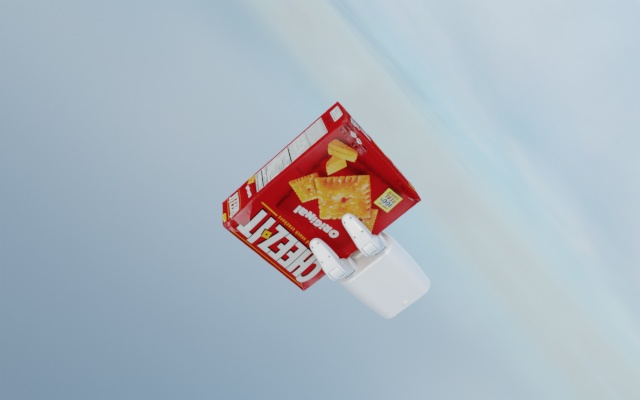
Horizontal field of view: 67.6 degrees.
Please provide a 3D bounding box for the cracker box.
[{"bbox_3d":[0.000,0.002,0.644,0.164,0.214,0.072,44,14,-27],"label":"cracker box"}]
